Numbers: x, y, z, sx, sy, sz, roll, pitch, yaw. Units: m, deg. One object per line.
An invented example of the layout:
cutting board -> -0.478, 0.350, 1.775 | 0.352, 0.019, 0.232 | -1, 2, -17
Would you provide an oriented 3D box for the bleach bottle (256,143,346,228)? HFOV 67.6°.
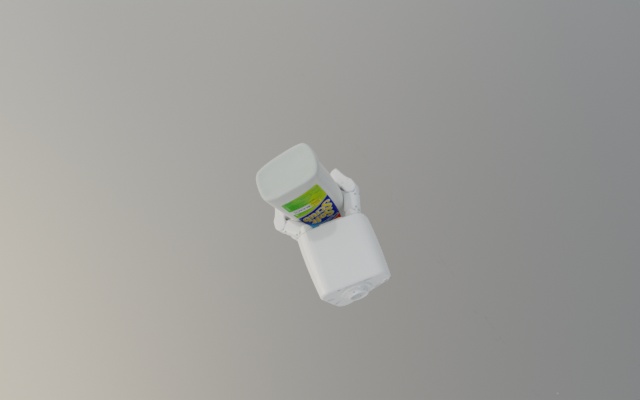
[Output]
bleach bottle -> 0.000, 0.003, 0.785 | 0.102, 0.068, 0.251 | -30, -30, 13
